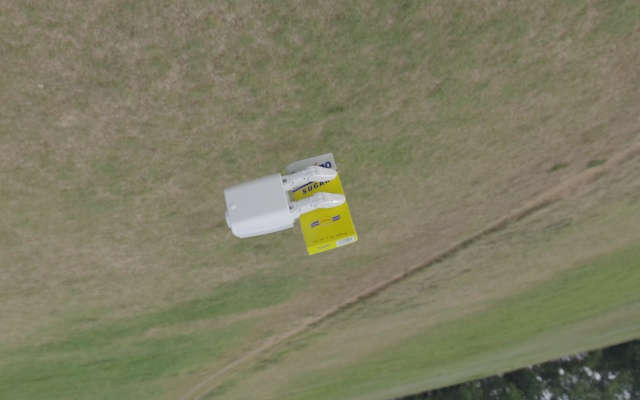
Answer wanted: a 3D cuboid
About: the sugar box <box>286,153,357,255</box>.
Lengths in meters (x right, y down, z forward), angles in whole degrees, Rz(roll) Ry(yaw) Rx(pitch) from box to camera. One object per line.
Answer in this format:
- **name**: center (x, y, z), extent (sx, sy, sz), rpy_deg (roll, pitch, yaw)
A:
- **sugar box**: center (0.000, 0.003, 0.883), extent (0.093, 0.176, 0.048), rpy_deg (-16, -23, -2)
